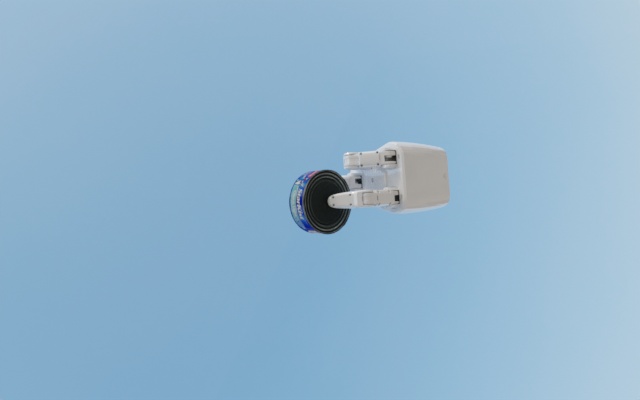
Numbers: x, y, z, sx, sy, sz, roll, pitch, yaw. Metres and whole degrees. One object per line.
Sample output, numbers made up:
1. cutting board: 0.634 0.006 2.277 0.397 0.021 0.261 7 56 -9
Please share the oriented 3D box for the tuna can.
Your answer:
1. tuna can: 0.000 0.002 0.640 0.086 0.086 0.034 0 -1 -41
